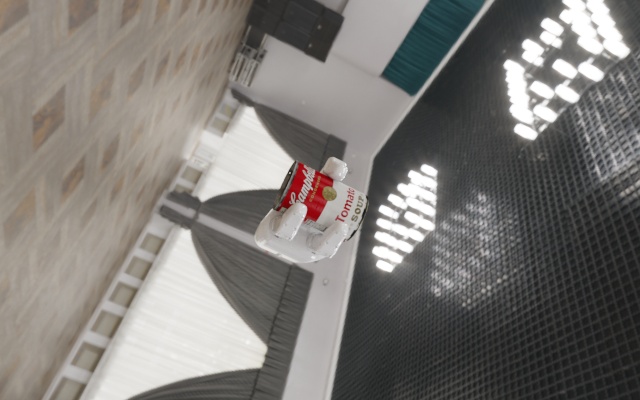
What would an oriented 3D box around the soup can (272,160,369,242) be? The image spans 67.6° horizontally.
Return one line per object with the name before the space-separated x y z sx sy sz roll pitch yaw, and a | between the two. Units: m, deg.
soup can | 0.001 0.002 0.598 0.102 0.068 0.068 25 -5 -11
